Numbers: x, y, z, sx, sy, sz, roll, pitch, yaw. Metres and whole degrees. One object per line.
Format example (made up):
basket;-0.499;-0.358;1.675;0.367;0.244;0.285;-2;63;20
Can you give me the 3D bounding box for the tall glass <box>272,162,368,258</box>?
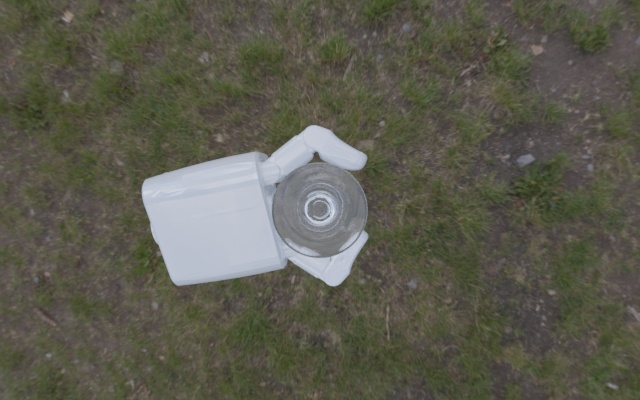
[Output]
tall glass;0.000;0.002;0.466;0.079;0.079;0.201;0;4;1
